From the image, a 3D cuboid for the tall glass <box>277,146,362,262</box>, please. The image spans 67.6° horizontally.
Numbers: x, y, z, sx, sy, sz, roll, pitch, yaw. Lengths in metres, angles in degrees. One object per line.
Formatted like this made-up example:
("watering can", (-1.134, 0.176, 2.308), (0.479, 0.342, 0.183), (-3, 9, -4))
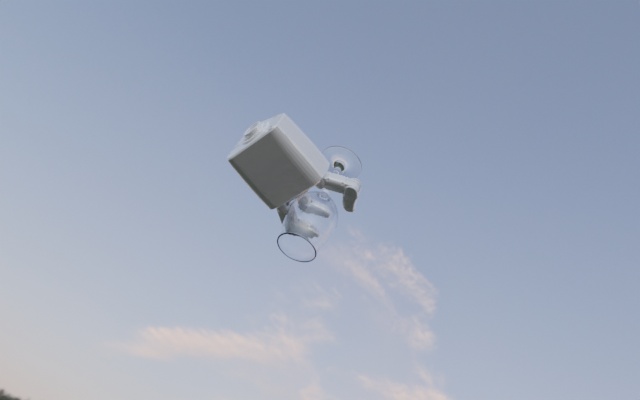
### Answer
("tall glass", (0.000, 0.002, 0.750), (0.079, 0.079, 0.201), (0, 42, 28))
